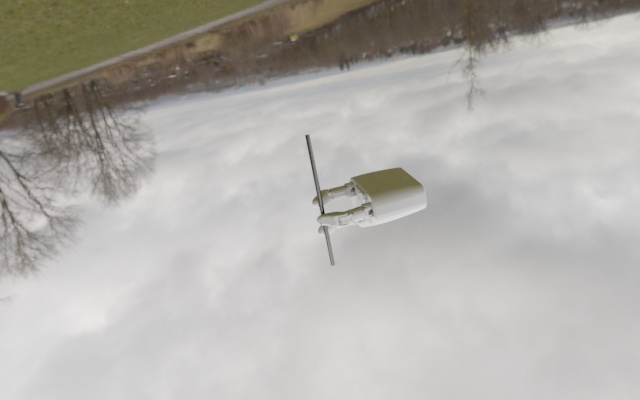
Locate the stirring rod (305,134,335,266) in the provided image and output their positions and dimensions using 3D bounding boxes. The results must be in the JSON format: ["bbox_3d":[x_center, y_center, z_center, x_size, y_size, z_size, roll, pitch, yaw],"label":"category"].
[{"bbox_3d":[0.000,0.003,0.841,0.011,0.239,0.011,-10,14,3],"label":"stirring rod"}]
